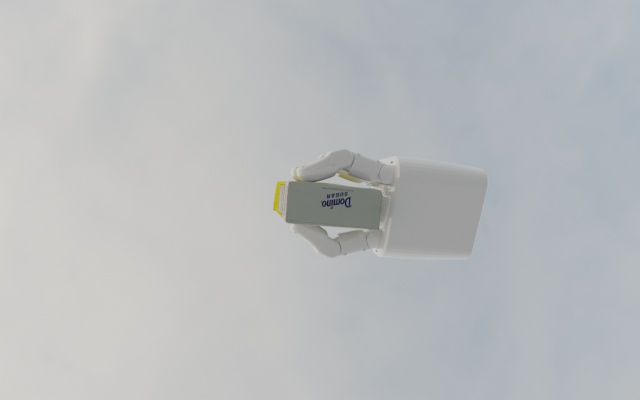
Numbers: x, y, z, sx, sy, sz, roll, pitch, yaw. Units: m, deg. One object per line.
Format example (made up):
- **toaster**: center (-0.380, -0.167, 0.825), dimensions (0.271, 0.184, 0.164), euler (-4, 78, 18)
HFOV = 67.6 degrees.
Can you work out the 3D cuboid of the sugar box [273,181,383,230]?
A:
- **sugar box**: center (0.000, 0.001, 0.529), dimensions (0.093, 0.048, 0.176), euler (5, -1, -10)
